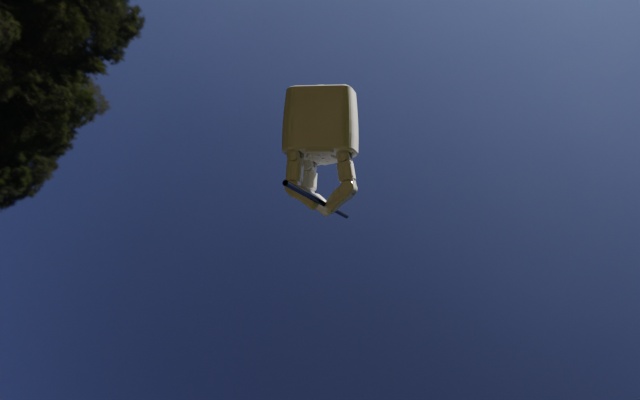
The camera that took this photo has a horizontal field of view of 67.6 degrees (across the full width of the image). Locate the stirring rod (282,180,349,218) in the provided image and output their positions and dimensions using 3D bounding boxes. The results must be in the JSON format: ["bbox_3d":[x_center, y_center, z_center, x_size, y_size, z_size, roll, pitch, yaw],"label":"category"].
[{"bbox_3d":[0.000,0.002,0.710,0.011,0.011,0.239,0,-12,22],"label":"stirring rod"}]
